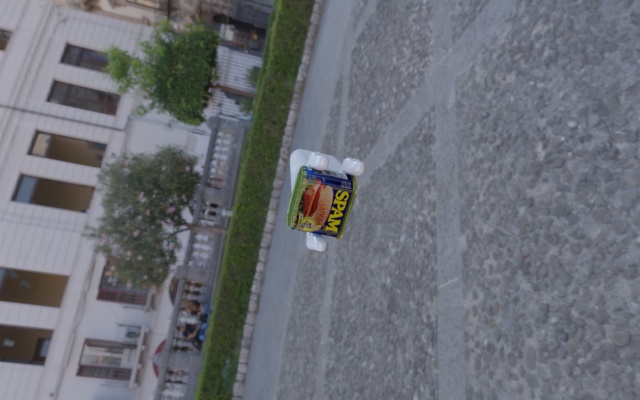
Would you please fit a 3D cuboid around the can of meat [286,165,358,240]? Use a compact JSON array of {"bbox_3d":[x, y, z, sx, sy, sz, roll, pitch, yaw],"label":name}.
[{"bbox_3d":[0.000,0.002,0.721,0.084,0.102,0.057,11,23,-13],"label":"can of meat"}]
